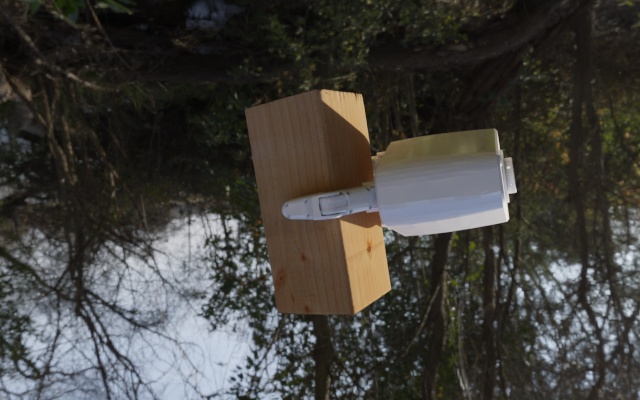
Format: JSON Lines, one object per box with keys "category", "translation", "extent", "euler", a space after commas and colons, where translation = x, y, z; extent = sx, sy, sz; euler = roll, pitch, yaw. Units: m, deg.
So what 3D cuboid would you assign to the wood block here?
{"category": "wood block", "translation": [0.000, 0.002, 0.484], "extent": [0.090, 0.206, 0.091], "euler": [-7, 3, 33]}
